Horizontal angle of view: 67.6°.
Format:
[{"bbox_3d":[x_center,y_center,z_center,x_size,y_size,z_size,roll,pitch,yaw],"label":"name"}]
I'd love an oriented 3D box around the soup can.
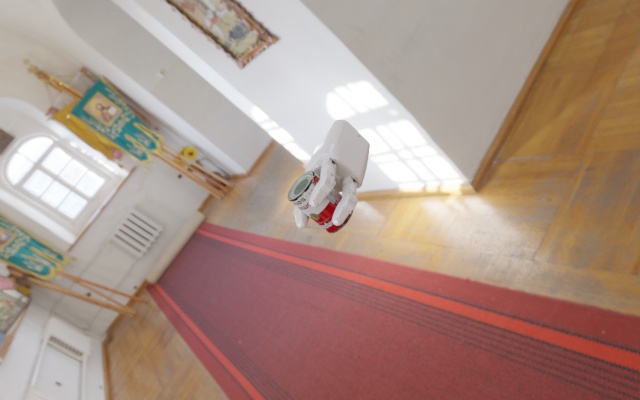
[{"bbox_3d":[0.000,0.003,0.850,0.102,0.068,0.068,40,-18,-24],"label":"soup can"}]
